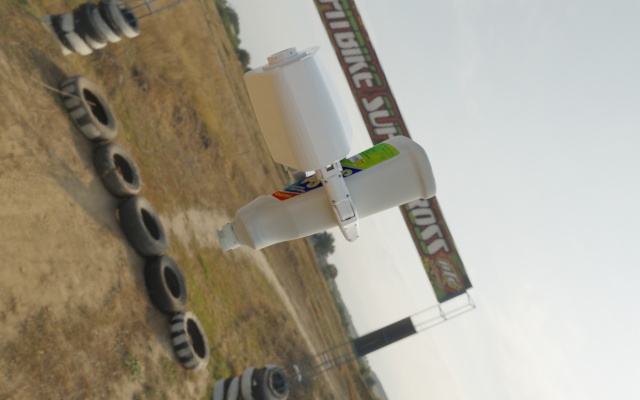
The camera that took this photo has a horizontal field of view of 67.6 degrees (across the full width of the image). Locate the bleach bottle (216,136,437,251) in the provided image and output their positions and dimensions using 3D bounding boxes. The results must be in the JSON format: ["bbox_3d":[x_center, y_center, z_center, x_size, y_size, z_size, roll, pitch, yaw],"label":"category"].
[{"bbox_3d":[0.000,0.002,0.562,0.251,0.068,0.102,-22,21,-3],"label":"bleach bottle"}]
